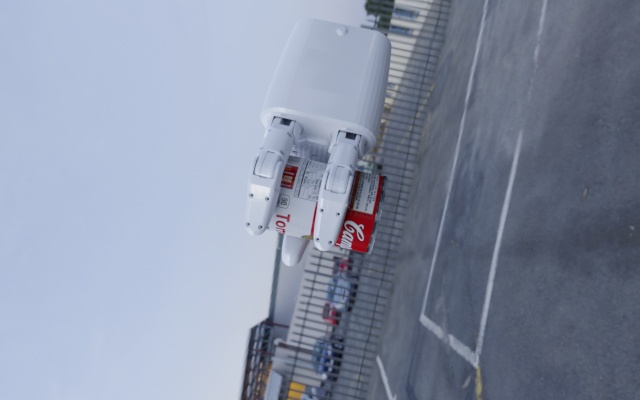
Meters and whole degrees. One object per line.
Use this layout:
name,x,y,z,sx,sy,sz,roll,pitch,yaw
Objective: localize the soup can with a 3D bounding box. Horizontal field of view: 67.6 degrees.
soup can,0.000,0.002,0.407,0.102,0.068,0.068,13,1,4
